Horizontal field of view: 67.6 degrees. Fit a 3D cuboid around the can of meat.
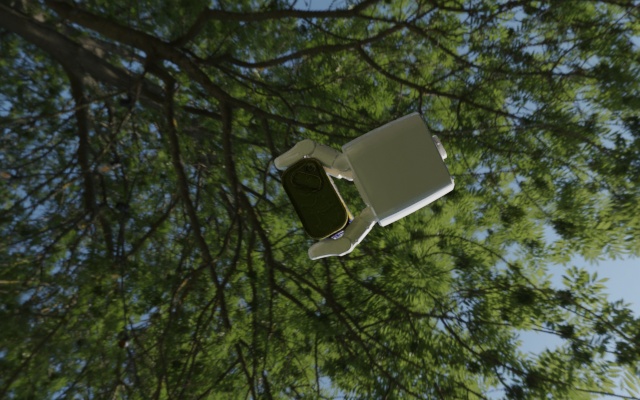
[{"bbox_3d":[0.000,0.002,0.634,0.057,0.102,0.084,-30,-13,7],"label":"can of meat"}]
